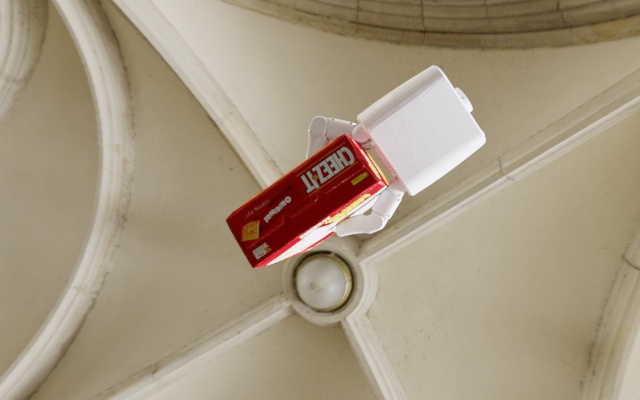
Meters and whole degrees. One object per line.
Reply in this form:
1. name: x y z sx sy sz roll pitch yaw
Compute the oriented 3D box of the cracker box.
1. cracker box: 0.000 0.002 0.594 0.164 0.072 0.214 -35 -9 10
